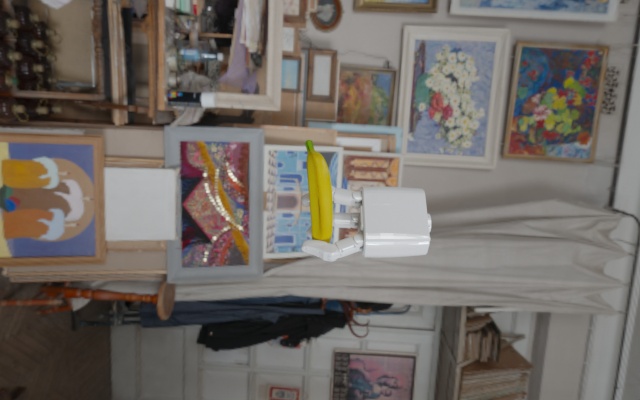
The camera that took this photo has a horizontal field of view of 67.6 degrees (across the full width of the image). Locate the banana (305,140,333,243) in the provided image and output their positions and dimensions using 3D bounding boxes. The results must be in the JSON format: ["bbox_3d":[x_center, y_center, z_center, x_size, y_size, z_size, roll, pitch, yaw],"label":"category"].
[{"bbox_3d":[0.001,0.007,0.761,0.037,0.198,0.069,-4,23,-1],"label":"banana"}]
